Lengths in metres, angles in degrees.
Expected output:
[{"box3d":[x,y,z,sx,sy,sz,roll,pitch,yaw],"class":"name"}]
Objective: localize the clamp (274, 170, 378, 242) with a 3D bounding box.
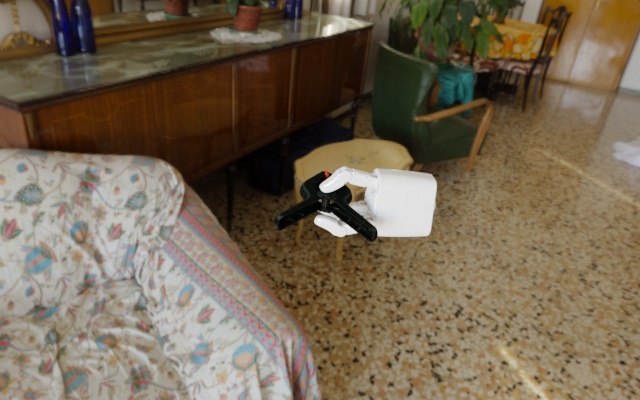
[{"box3d":[0.000,0.002,0.827,0.164,0.036,0.209,5,28,-10],"class":"clamp"}]
